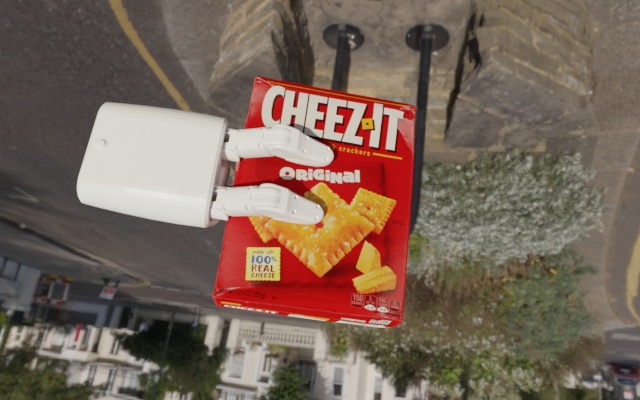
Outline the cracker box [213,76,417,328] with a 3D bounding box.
[{"bbox_3d":[0.000,0.002,0.452,0.164,0.213,0.072,9,-19,-6],"label":"cracker box"}]
